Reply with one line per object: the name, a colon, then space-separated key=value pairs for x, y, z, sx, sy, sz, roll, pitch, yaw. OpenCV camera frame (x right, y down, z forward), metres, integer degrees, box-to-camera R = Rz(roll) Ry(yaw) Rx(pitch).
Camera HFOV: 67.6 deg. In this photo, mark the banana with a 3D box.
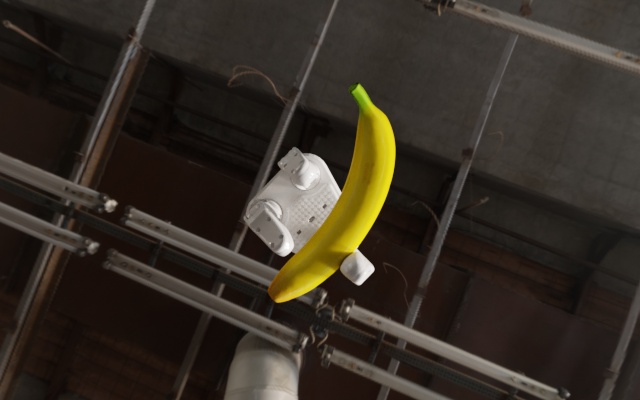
banana: x=0.018 y=0.004 z=0.414 sx=0.069 sy=0.198 sz=0.037 roll=19 pitch=8 yaw=-15
